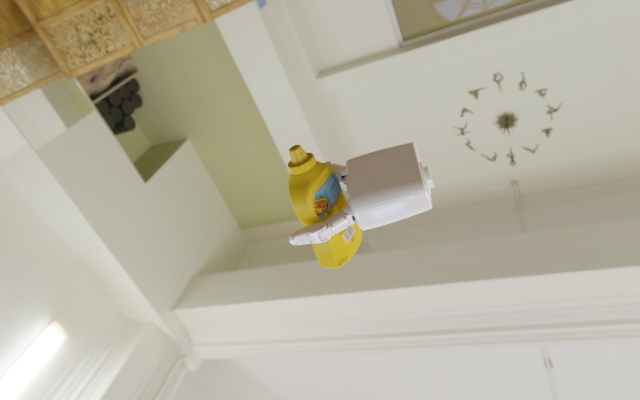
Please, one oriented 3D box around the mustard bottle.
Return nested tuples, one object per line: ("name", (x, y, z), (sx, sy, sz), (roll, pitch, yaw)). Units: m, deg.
("mustard bottle", (0.000, 0.003, 0.715), (0.058, 0.192, 0.096), (-3, 35, 36))
